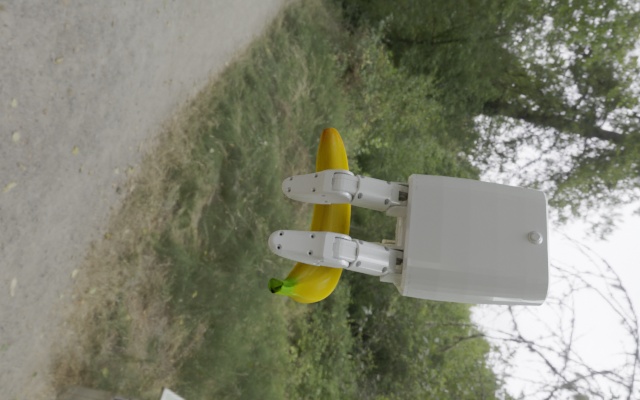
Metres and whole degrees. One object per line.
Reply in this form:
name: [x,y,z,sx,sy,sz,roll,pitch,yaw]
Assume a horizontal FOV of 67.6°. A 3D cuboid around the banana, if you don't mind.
banana: [0.004,0.017,0.424,0.037,0.070,0.197,-3,43,18]
